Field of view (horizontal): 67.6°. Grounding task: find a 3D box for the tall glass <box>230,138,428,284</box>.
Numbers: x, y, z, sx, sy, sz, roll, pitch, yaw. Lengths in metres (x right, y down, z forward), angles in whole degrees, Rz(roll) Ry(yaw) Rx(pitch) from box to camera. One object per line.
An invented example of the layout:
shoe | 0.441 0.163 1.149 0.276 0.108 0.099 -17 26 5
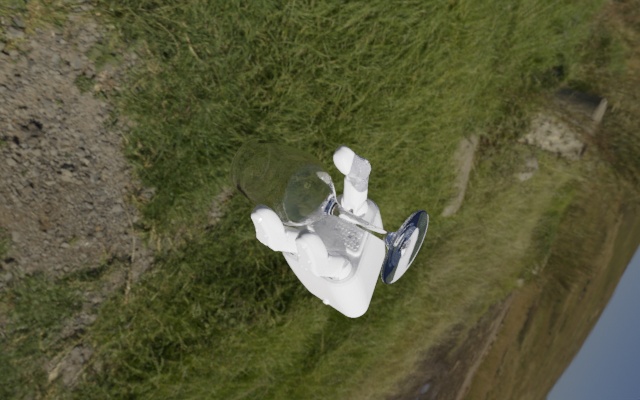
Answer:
tall glass | 0.001 0.002 0.474 0.201 0.079 0.079 28 14 29
